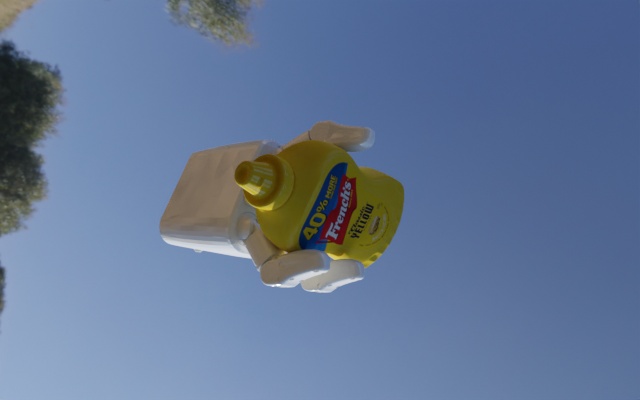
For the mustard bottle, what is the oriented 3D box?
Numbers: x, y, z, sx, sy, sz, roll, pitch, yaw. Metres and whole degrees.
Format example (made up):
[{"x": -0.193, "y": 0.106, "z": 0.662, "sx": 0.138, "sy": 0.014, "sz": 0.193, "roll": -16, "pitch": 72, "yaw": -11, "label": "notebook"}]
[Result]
[{"x": 0.000, "y": 0.001, "z": 0.406, "sx": 0.058, "sy": 0.096, "sz": 0.192, "roll": 30, "pitch": 5, "yaw": 38, "label": "mustard bottle"}]
